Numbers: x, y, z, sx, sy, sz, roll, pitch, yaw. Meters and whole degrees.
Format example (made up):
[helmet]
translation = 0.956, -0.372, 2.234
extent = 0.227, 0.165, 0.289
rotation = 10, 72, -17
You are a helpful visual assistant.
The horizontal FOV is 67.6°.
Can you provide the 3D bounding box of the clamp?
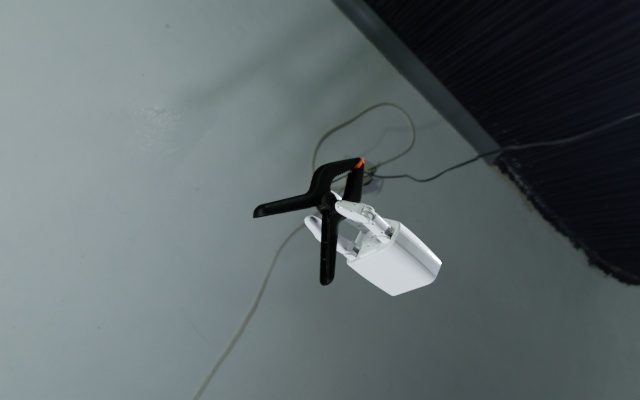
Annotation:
[clamp]
translation = 0.001, 0.002, 0.743
extent = 0.164, 0.210, 0.036
rotation = 41, -26, -22
